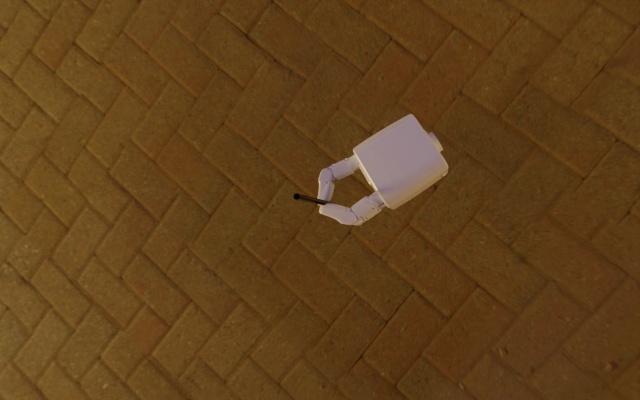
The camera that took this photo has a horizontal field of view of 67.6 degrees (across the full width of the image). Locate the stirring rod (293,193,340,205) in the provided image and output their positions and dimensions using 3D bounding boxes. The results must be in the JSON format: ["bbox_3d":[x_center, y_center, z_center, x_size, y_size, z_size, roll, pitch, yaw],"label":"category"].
[{"bbox_3d":[0.000,0.002,0.704,0.011,0.011,0.239,0,-3,14],"label":"stirring rod"}]
